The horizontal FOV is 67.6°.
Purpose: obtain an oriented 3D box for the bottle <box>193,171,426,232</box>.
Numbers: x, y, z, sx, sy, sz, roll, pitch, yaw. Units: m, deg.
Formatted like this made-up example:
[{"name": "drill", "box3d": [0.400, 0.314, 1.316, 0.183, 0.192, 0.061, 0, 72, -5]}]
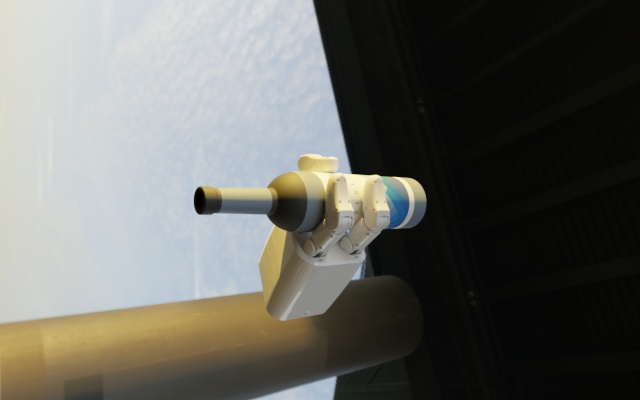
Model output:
[{"name": "bottle", "box3d": [0.000, 0.002, 0.542, 0.296, 0.069, 0.069, 1, -1, -39]}]
